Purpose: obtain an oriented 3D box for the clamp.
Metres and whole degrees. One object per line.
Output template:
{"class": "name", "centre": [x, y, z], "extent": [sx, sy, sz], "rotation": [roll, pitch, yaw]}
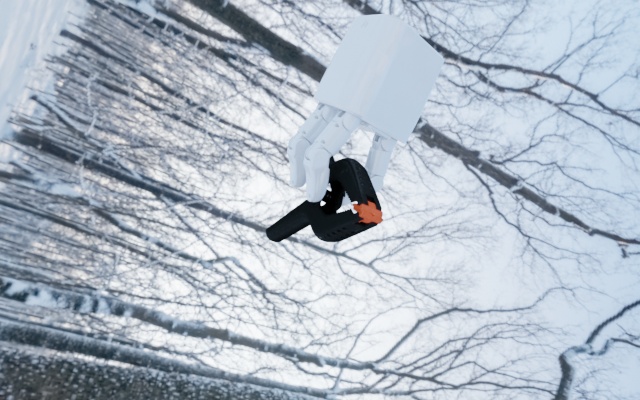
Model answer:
{"class": "clamp", "centre": [0.001, 0.002, 0.550], "extent": [0.036, 0.164, 0.210], "rotation": [19, 9, -29]}
